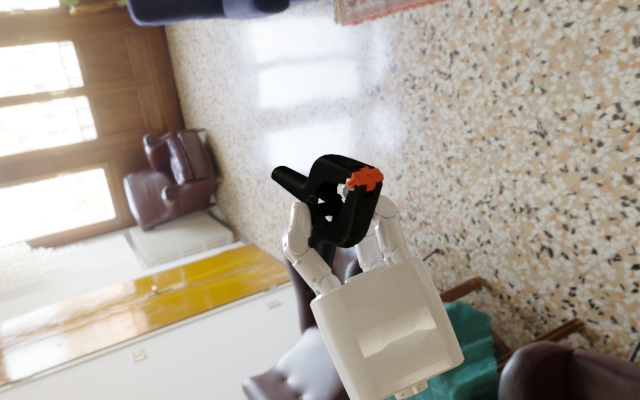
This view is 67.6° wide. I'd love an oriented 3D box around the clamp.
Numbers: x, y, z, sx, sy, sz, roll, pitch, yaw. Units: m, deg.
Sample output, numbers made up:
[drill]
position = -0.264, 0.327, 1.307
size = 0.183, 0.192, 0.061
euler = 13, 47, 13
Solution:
[clamp]
position = 0.000, 0.002, 0.500
size = 0.036, 0.164, 0.210
euler = -14, -18, -25
